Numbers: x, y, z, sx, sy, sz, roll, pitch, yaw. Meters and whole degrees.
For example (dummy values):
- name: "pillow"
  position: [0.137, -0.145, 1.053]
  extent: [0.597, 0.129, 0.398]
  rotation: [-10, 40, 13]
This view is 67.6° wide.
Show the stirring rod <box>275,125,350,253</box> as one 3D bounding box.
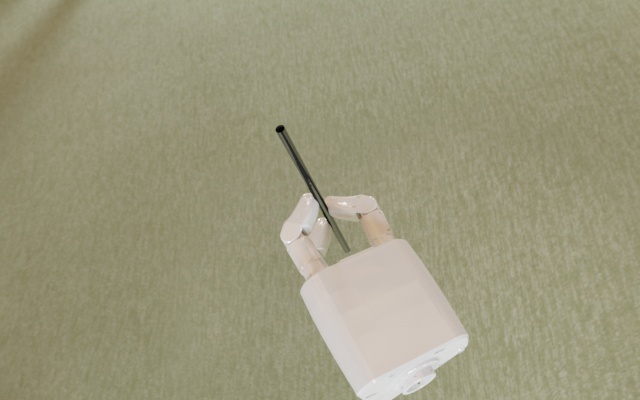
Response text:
- name: "stirring rod"
  position: [0.000, 0.002, 0.483]
  extent: [0.011, 0.011, 0.240]
  rotation: [0, -29, 18]
